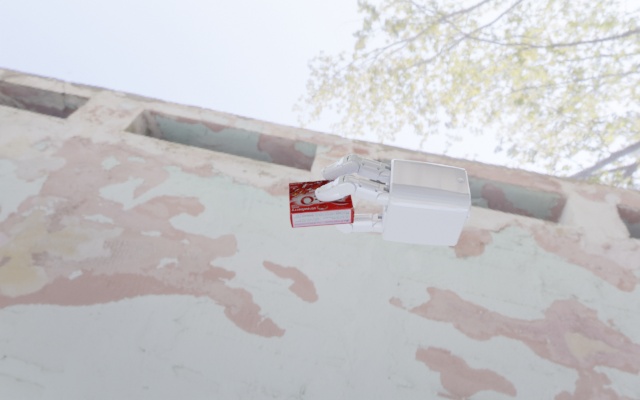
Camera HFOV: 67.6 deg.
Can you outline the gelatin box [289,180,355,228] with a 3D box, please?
[{"bbox_3d":[0.000,0.003,0.678,0.089,0.030,0.073,-5,37,-2],"label":"gelatin box"}]
